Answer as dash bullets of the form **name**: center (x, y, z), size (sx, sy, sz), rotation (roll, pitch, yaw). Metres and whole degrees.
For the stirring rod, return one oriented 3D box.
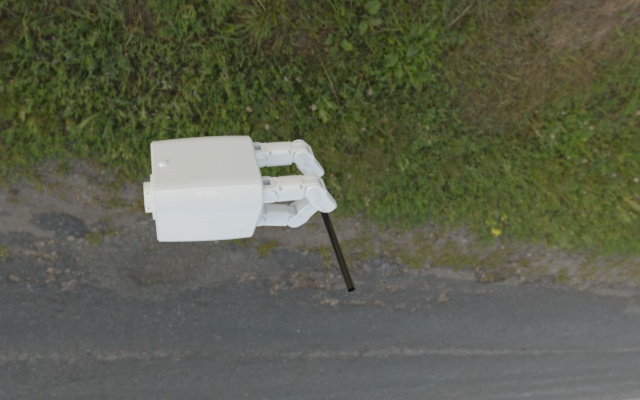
- **stirring rod**: center (0.000, 0.002, 0.556), size (0.011, 0.239, 0.011), rotation (-11, -40, -10)
